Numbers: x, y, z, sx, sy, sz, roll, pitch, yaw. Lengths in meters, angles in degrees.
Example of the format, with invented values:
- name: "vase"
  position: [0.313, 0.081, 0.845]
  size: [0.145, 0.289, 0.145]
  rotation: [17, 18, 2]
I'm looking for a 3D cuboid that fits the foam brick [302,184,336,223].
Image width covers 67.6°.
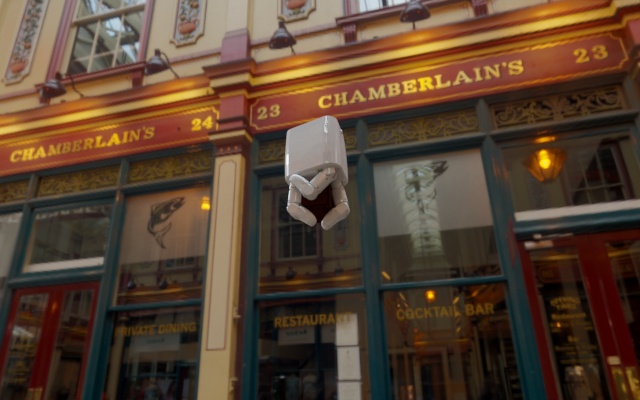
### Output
- name: "foam brick"
  position: [0.000, 0.003, 0.893]
  size: [0.053, 0.051, 0.078]
  rotation: [-8, -26, 12]
